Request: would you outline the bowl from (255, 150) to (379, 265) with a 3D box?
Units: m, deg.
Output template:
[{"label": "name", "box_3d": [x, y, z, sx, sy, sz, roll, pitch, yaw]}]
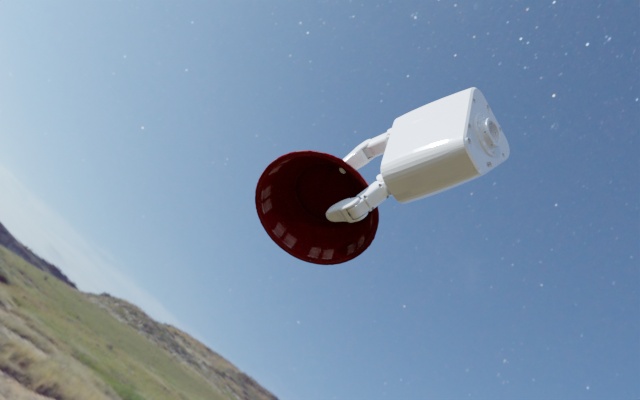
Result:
[{"label": "bowl", "box_3d": [-0.001, 0.002, 0.616, 0.162, 0.162, 0.055, 0, 27, 19]}]
